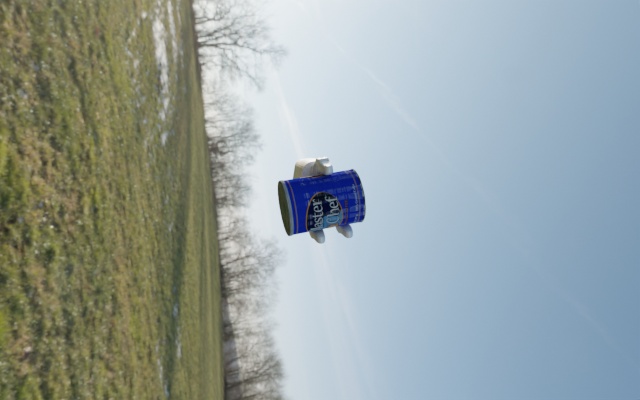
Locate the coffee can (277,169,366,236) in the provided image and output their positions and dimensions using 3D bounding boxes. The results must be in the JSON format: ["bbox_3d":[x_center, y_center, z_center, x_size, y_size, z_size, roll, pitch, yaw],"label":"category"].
[{"bbox_3d":[0.000,0.003,0.878,0.140,0.103,0.103,-10,2,-13],"label":"coffee can"}]
